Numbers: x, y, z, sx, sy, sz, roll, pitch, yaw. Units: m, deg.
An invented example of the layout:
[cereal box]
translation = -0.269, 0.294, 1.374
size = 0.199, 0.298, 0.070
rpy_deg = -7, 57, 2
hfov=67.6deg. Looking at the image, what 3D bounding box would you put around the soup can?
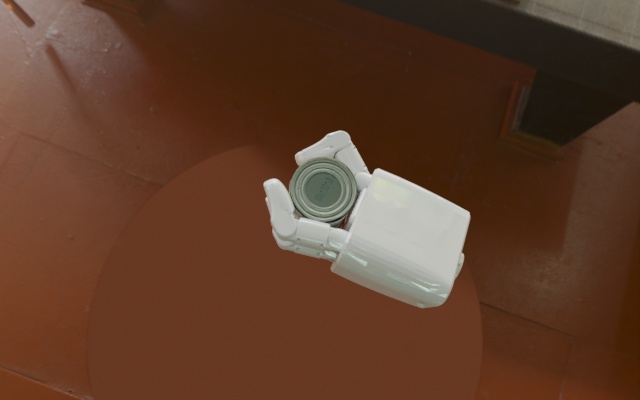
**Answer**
[soup can]
translation = 0.000, 0.001, 0.504
size = 0.068, 0.068, 0.102
rpy_deg = 0, -14, -4
